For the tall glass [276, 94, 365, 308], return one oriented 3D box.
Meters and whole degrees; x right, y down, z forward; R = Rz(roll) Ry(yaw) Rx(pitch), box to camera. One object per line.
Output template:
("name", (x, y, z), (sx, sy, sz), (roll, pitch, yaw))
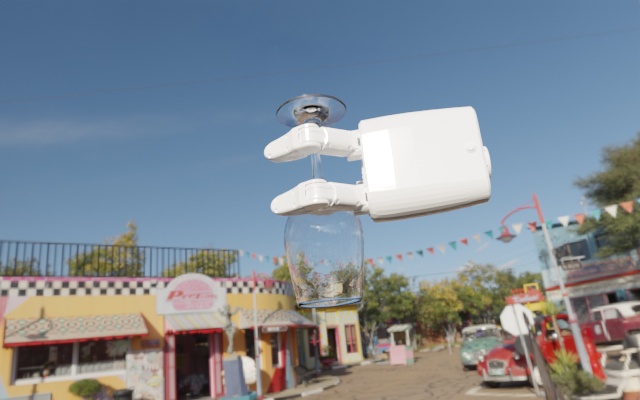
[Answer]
("tall glass", (0.000, 0.001, 0.473), (0.079, 0.201, 0.079), (-5, -17, -2))
